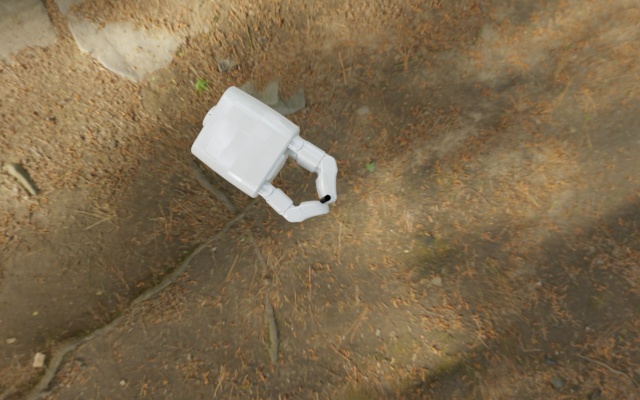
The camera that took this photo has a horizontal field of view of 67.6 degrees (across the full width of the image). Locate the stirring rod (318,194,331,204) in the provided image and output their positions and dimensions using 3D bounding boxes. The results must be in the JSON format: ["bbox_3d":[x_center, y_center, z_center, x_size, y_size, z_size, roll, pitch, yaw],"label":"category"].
[{"bbox_3d":[0.000,0.002,0.687,0.011,0.011,0.239,0,-3,-4],"label":"stirring rod"}]
